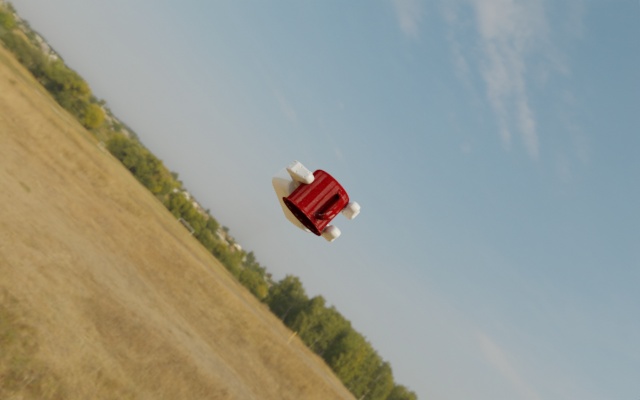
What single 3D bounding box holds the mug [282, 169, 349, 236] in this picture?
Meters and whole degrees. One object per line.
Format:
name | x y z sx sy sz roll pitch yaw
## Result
mug | 0.001 0.003 0.810 0.081 0.093 0.117 -44 24 -12
